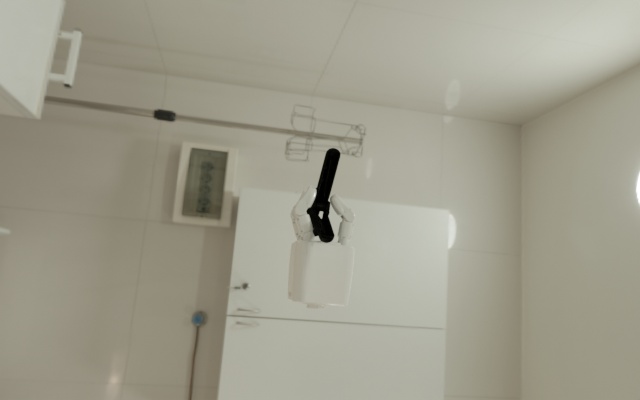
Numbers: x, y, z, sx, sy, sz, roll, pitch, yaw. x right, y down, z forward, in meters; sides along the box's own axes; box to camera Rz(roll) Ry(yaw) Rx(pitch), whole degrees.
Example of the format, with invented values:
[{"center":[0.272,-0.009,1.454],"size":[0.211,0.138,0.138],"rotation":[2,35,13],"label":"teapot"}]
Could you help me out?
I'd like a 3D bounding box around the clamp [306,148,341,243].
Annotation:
[{"center":[0.001,0.003,0.881],"size":[0.036,0.164,0.210],"rotation":[9,-11,-9],"label":"clamp"}]
